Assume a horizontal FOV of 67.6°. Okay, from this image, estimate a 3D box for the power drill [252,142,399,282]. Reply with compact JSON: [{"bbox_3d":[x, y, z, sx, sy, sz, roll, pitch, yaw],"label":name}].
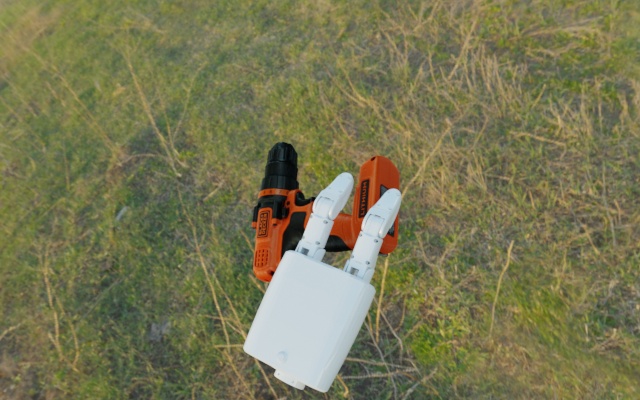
[{"bbox_3d":[0.000,0.002,0.568,0.187,0.184,0.057,-10,-22,37],"label":"power drill"}]
